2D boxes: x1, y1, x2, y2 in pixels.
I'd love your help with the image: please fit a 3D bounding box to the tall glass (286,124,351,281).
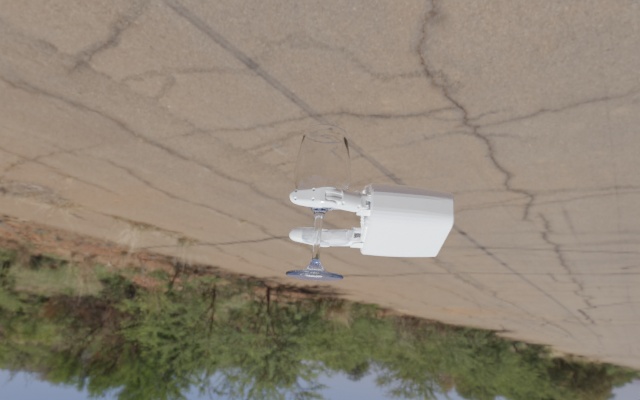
[{"bbox_3d":[0.000,0.003,0.638,0.079,0.201,0.079,4,-17,1],"label":"tall glass"}]
